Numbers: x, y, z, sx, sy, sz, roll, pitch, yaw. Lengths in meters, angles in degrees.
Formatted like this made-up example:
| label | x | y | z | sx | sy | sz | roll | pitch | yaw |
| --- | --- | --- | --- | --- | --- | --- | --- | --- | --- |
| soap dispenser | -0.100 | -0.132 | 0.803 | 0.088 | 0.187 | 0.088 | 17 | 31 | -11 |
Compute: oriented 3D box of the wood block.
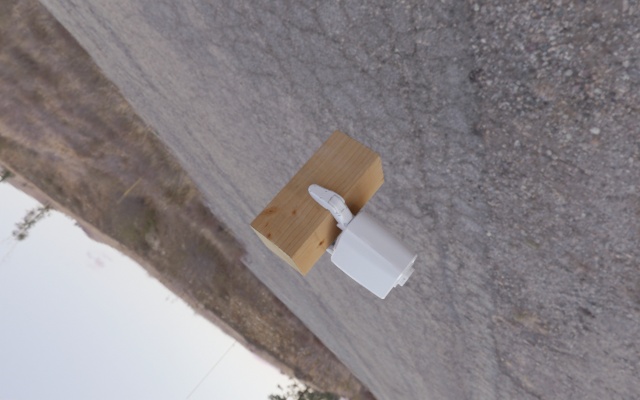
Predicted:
| label | x | y | z | sx | sy | sz | roll | pitch | yaw |
| --- | --- | --- | --- | --- | --- | --- | --- | --- | --- |
| wood block | 0.000 | 0.003 | 0.754 | 0.090 | 0.206 | 0.091 | 35 | -15 | 25 |
